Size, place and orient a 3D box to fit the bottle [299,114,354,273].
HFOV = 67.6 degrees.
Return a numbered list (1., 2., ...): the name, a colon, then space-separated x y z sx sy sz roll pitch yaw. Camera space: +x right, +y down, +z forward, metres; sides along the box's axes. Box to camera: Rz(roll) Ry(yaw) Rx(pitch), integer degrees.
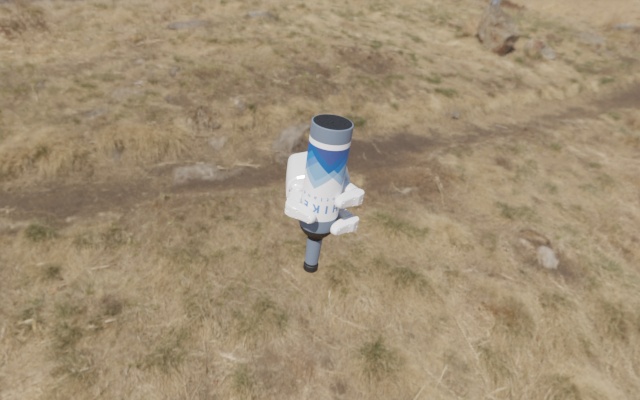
1. bottle: 0.000 0.003 0.817 0.069 0.296 0.069 6 31 -4
